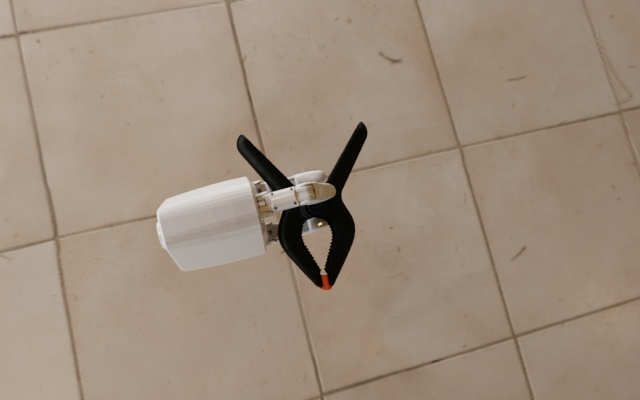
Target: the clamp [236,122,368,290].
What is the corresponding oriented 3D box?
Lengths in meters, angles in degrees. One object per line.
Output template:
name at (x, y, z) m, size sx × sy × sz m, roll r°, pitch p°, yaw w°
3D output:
clamp at (0.000, 0.002, 0.588) m, size 0.164 × 0.210 × 0.036 m, roll -15°, pitch -6°, yaw -8°
